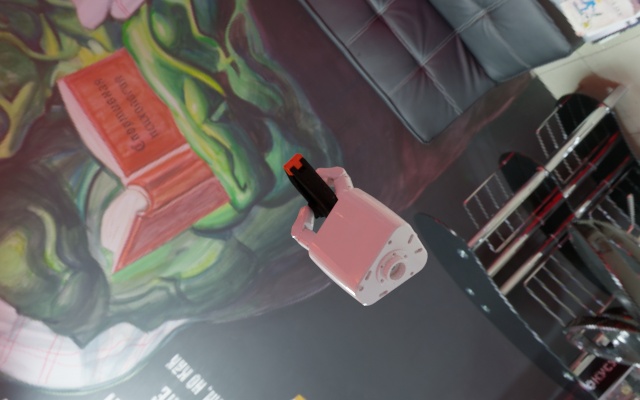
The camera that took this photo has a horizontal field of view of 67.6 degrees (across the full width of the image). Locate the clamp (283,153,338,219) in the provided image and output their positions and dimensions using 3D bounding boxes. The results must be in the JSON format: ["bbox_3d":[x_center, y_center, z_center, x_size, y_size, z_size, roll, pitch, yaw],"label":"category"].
[{"bbox_3d":[-0.001,0.003,0.712,0.164,0.036,0.210,35,-13,49],"label":"clamp"}]
